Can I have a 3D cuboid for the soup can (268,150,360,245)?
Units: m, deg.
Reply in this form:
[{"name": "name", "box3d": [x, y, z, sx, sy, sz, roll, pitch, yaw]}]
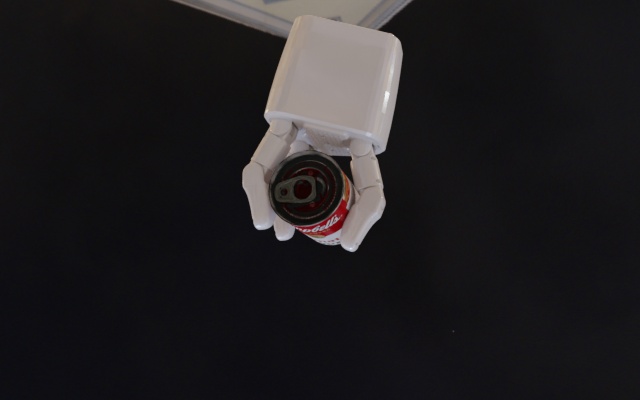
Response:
[{"name": "soup can", "box3d": [0.000, 0.002, 0.451, 0.068, 0.068, 0.102, 0, -15, 16]}]
